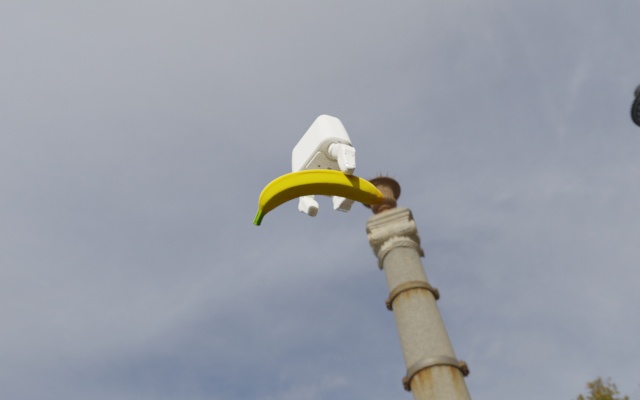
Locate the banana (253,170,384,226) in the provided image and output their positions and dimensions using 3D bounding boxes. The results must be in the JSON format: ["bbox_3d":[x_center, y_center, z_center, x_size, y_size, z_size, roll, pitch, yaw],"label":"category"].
[{"bbox_3d":[-0.005,-0.013,0.700,0.198,0.070,0.037,-9,29,-4],"label":"banana"}]
